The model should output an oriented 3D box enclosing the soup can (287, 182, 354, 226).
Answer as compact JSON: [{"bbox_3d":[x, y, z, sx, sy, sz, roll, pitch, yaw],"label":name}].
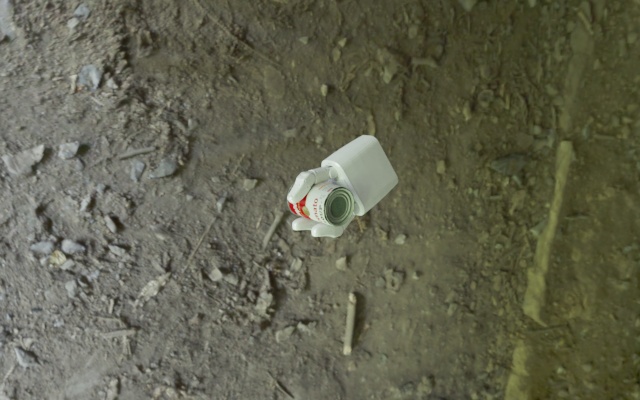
[{"bbox_3d":[0.000,0.003,0.815,0.068,0.068,0.102,0,10,-41],"label":"soup can"}]
